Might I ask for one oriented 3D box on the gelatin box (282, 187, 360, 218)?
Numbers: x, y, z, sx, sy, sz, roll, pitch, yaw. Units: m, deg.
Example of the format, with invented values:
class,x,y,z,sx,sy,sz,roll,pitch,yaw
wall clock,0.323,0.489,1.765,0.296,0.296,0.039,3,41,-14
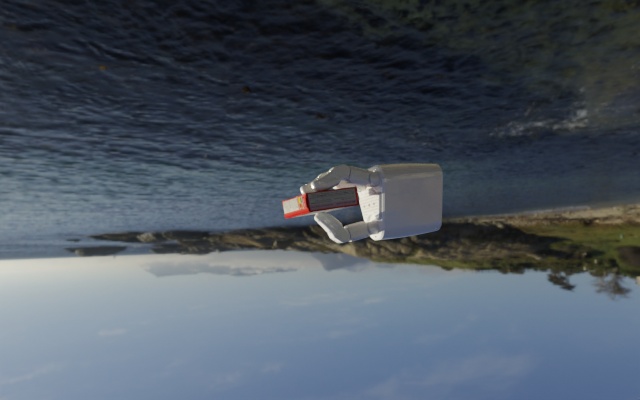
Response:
class,x,y,z,sx,sy,sz,roll,pitch,yaw
gelatin box,0.000,0.003,0.696,0.089,0.030,0.073,-9,-3,-32
